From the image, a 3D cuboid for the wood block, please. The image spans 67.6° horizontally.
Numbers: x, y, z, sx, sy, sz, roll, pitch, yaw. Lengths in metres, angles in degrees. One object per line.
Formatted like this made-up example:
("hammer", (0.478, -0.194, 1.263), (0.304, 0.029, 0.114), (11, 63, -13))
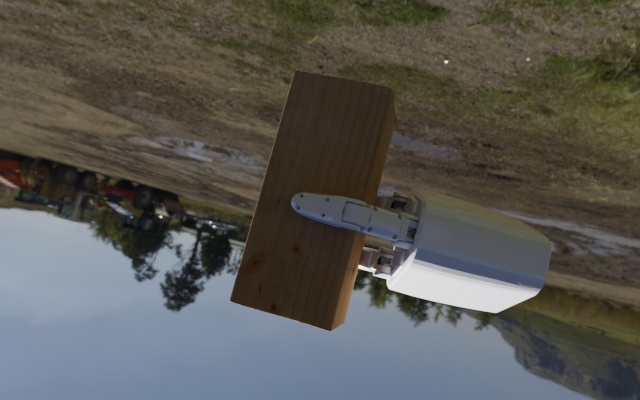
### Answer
("wood block", (0.000, 0.002, 0.436), (0.090, 0.206, 0.091), (13, -7, 12))
